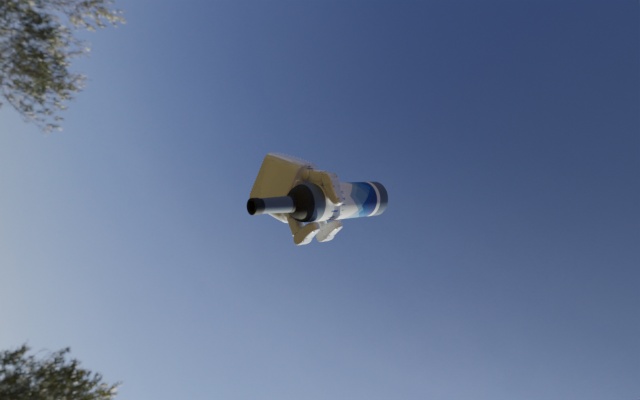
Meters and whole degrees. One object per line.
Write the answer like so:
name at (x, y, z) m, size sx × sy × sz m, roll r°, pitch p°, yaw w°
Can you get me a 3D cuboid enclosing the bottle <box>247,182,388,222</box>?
bottle at (0.000, 0.003, 0.840) m, size 0.296 × 0.069 × 0.069 m, roll -4°, pitch 2°, yaw -43°
